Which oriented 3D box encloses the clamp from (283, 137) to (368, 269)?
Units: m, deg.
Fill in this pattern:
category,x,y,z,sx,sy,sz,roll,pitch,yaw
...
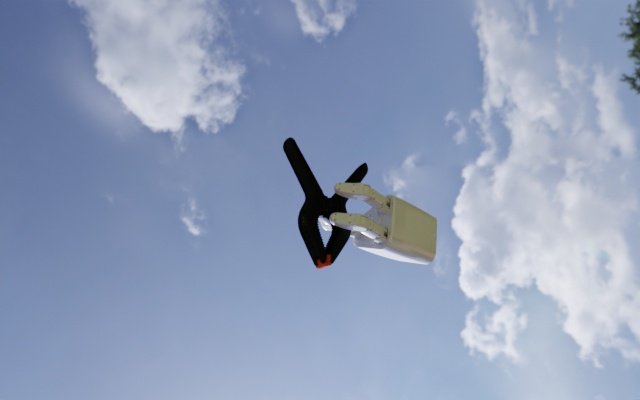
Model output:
category,x,y,z,sx,sy,sz,roll,pitch,yaw
clamp,0.000,0.003,0.772,0.164,0.210,0.036,22,-28,-25
